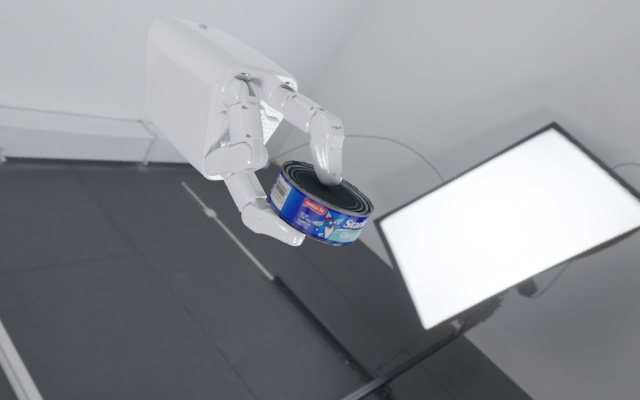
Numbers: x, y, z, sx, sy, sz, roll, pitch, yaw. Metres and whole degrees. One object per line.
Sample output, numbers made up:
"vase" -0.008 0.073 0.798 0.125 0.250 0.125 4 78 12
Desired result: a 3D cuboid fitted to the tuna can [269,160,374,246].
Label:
"tuna can" 0.000 0.002 0.407 0.086 0.034 0.086 24 19 -9
